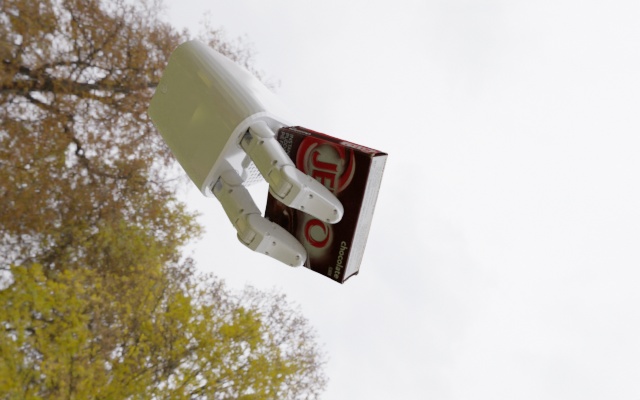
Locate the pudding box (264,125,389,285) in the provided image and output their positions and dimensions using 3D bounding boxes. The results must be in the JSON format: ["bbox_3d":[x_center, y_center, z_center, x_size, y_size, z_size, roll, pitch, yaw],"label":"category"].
[{"bbox_3d":[0.000,0.001,0.407,0.090,0.113,0.039,20,20,29],"label":"pudding box"}]
